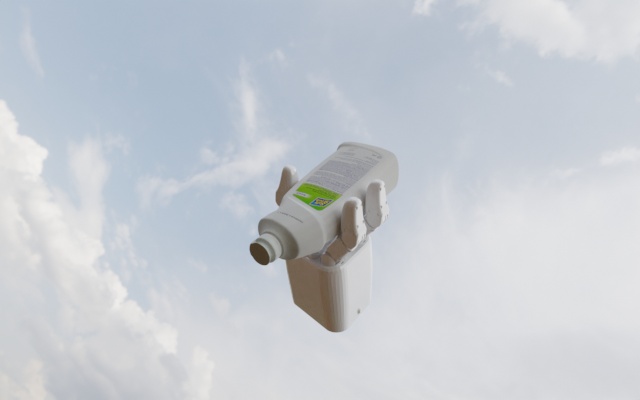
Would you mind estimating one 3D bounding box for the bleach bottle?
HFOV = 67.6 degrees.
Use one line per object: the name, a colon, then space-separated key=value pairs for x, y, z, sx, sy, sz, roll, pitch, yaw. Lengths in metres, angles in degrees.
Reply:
bleach bottle: x=0.000 y=0.002 z=0.594 sx=0.102 sy=0.068 sz=0.250 roll=15 pitch=34 yaw=32
